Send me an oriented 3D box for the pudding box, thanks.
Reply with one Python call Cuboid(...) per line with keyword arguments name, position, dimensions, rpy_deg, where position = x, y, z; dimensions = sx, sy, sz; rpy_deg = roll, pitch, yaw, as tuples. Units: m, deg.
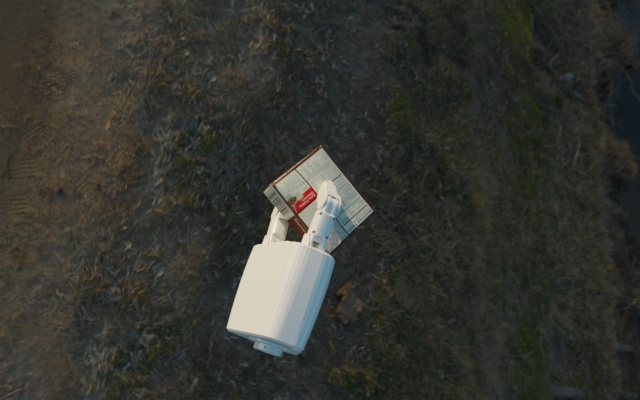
Cuboid(name="pudding box", position=(0.000, 0.002, 0.598), dimensions=(0.090, 0.113, 0.039), rpy_deg=(-41, 5, -27))
